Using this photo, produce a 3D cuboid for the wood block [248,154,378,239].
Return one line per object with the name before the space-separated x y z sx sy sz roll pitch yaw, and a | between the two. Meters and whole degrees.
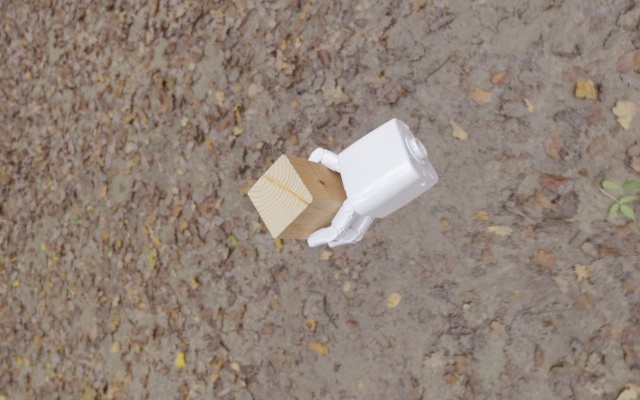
wood block | 0.000 0.002 0.758 0.090 0.090 0.206 -45 -28 23
